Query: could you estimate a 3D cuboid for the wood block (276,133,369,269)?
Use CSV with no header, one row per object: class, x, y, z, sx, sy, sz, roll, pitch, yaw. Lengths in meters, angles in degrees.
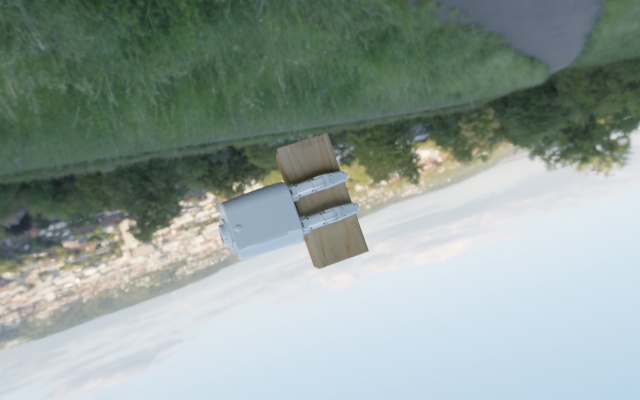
wood block,0.000,0.003,0.814,0.090,0.206,0.091,-19,-3,-8
